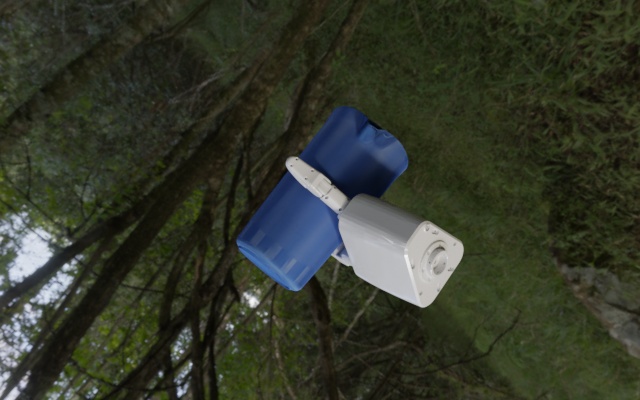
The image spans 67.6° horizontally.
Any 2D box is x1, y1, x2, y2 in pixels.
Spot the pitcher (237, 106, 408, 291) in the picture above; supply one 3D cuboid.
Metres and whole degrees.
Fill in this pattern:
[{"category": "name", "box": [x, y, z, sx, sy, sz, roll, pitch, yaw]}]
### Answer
[{"category": "pitcher", "box": [0.000, 0.002, 0.665, 0.145, 0.242, 0.149, 23, -22, 47]}]
